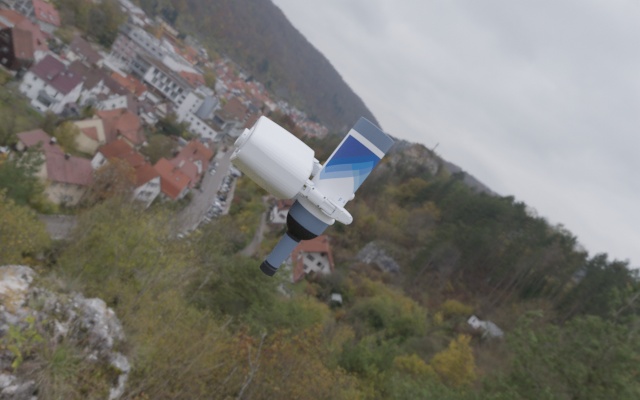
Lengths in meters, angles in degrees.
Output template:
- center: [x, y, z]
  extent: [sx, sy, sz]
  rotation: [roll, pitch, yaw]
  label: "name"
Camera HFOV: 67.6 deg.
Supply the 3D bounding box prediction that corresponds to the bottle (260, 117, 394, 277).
- center: [0.000, 0.002, 0.772]
  extent: [0.069, 0.296, 0.069]
  rotation: [38, 7, -5]
  label: "bottle"
